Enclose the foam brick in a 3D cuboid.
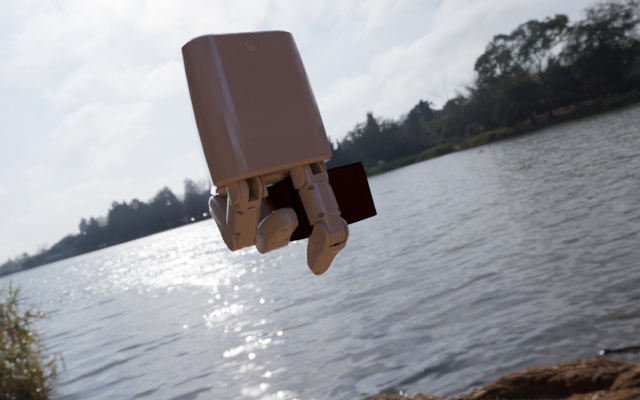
[{"bbox_3d":[0.000,0.001,0.419,0.078,0.051,0.053,-16,-1,-31],"label":"foam brick"}]
